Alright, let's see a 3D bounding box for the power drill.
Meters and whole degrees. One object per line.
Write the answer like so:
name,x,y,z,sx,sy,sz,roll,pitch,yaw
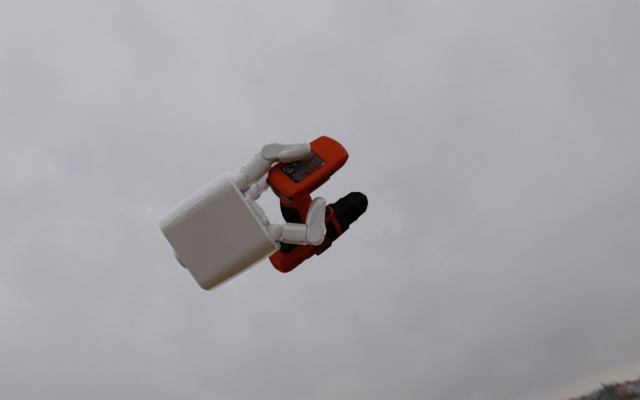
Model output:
power drill,0.000,0.002,0.669,0.184,0.188,0.057,-37,58,-24
